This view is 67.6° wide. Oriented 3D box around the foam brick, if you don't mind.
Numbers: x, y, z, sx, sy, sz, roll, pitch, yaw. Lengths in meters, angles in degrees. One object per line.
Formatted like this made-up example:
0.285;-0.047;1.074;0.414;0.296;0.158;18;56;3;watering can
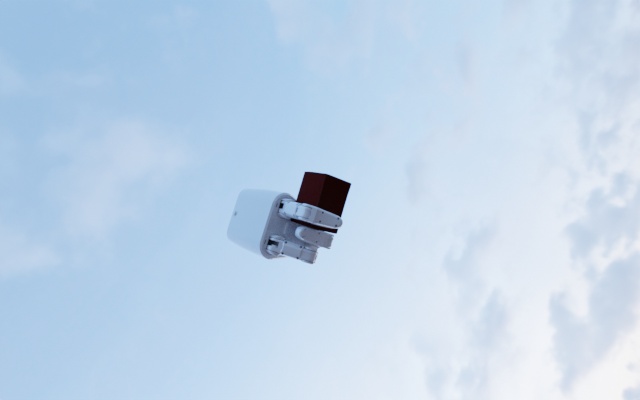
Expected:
0.000;0.002;0.688;0.053;0.078;0.051;21;-7;-40;foam brick
